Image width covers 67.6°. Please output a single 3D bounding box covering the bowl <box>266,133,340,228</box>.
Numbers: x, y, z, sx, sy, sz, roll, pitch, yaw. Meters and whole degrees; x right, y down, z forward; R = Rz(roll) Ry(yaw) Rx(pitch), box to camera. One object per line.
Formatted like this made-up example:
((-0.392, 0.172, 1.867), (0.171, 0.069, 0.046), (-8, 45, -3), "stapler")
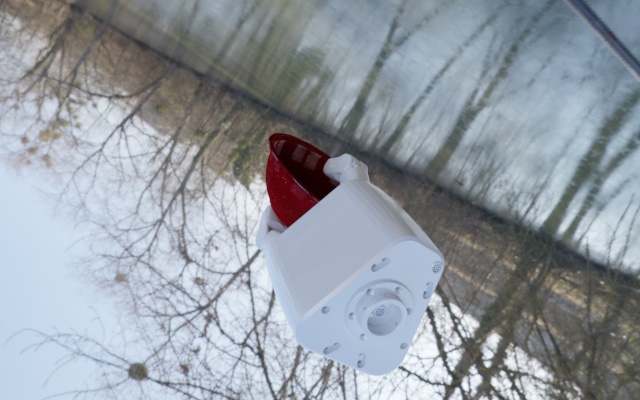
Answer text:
((0.000, 0.001, 0.492), (0.162, 0.055, 0.162), (34, 19, -13), "bowl")
